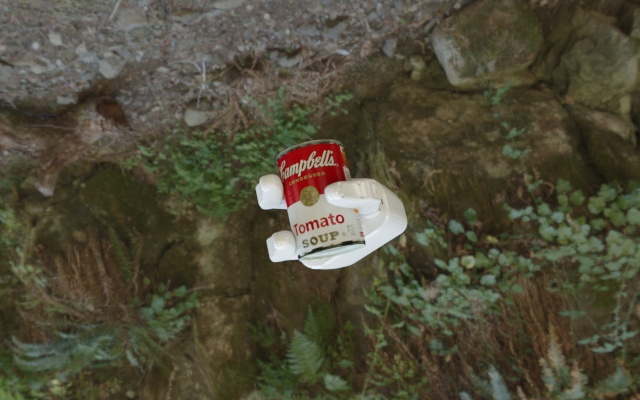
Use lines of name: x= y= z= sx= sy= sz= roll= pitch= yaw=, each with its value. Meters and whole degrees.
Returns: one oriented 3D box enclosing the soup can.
soup can: x=0.000 y=0.002 z=0.459 sx=0.068 sy=0.102 sz=0.068 roll=-12 pitch=-13 yaw=-3
